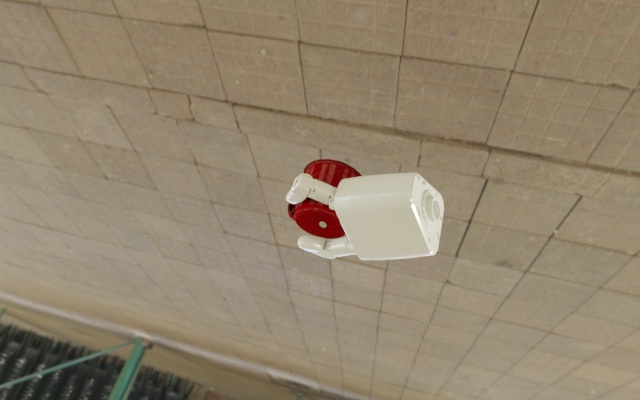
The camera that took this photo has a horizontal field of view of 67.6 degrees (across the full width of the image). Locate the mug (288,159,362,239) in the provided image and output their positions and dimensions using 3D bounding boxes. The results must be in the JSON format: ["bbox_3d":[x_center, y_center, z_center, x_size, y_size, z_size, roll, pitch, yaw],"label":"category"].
[{"bbox_3d":[-0.001,0.003,0.690,0.117,0.081,0.093,-7,-39,33],"label":"mug"}]
